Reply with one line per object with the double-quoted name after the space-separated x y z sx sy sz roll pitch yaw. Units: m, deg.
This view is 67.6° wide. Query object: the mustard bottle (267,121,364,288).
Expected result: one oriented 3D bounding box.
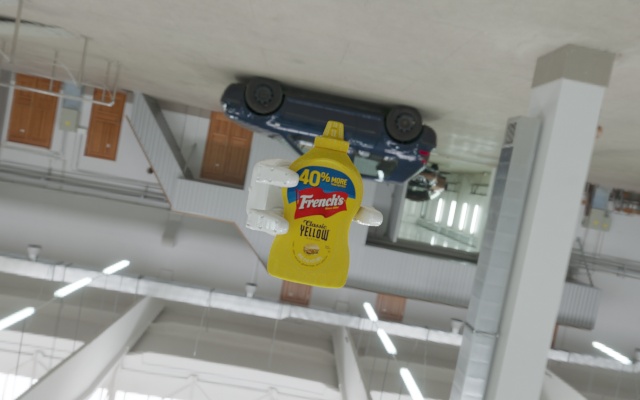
0.000 0.002 0.567 0.096 0.191 0.058 11 3 2 "mustard bottle"
